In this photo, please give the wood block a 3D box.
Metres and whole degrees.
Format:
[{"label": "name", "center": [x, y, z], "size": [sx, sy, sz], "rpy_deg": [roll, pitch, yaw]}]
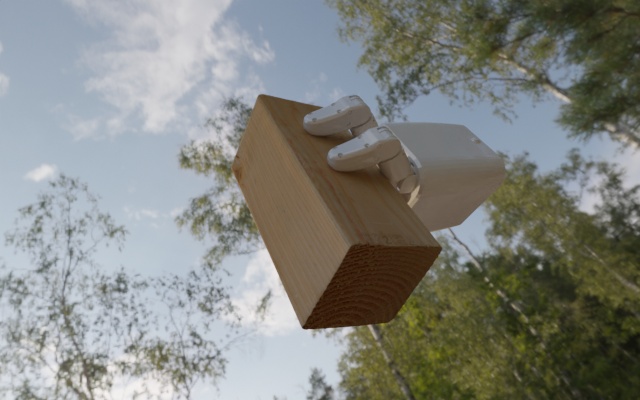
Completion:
[{"label": "wood block", "center": [0.000, 0.002, 0.424], "size": [0.090, 0.091, 0.206], "rpy_deg": [5, 36, -32]}]
